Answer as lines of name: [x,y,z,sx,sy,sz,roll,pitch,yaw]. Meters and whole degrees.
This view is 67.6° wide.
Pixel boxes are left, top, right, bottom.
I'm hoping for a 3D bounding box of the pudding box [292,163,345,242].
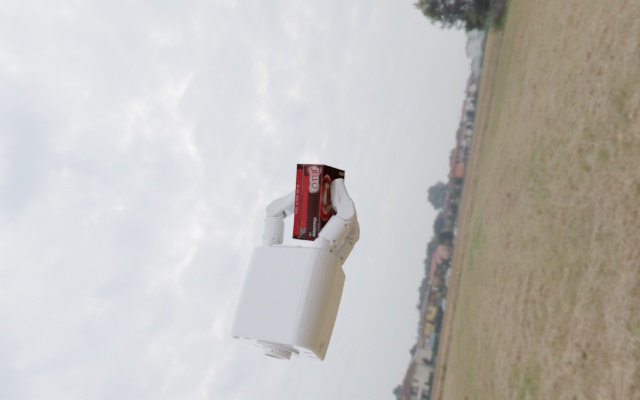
pudding box: [0.000,0.002,0.596,0.039,0.090,0.113,5,1,14]
